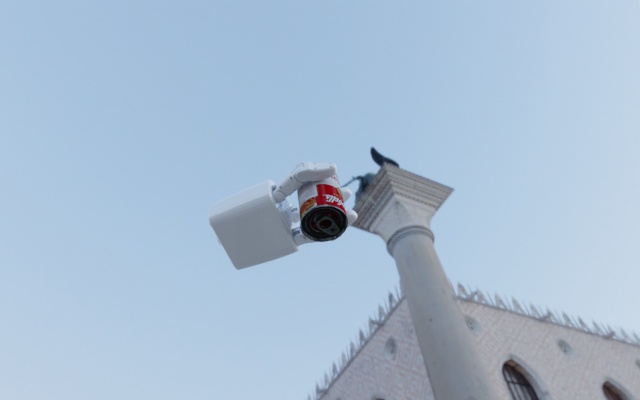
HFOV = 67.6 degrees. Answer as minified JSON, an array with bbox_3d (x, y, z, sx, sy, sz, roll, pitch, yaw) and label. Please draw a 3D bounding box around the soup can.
[{"bbox_3d":[0.000,0.002,0.706,0.068,0.069,0.102,0,39,-7],"label":"soup can"}]
